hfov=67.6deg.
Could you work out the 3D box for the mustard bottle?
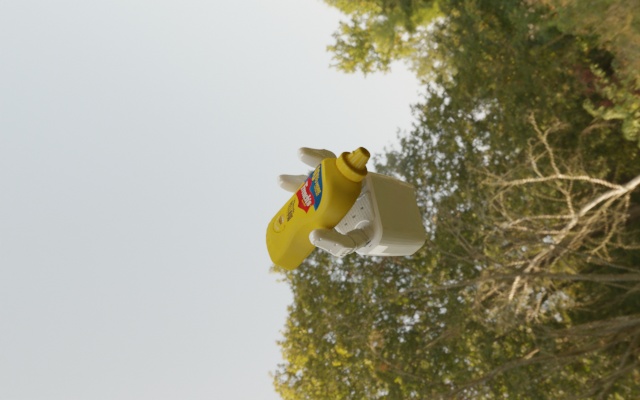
[{"bbox_3d":[0.000,0.002,0.619,0.058,0.096,0.192,27,-55,-22],"label":"mustard bottle"}]
